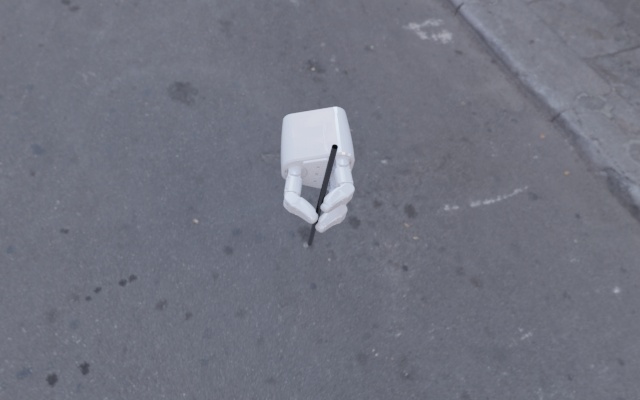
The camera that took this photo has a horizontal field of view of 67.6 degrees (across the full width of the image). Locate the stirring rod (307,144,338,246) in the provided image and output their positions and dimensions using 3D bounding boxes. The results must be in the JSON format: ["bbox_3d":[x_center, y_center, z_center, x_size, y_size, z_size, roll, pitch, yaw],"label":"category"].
[{"bbox_3d":[0.000,0.002,0.682,0.011,0.011,0.240,0,-34,-10],"label":"stirring rod"}]
